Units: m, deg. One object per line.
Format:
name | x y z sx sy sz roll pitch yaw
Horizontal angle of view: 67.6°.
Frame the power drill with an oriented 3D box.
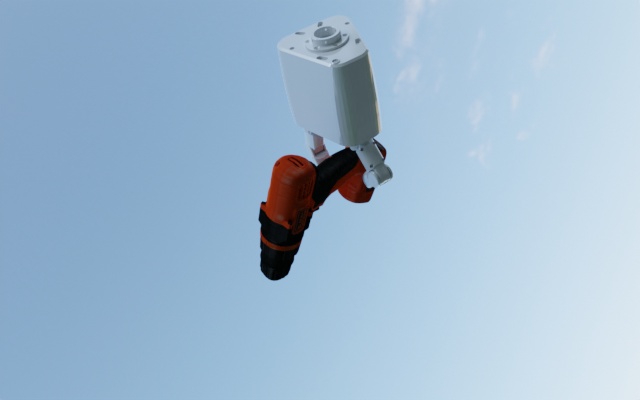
power drill | 0.000 0.002 0.605 0.057 0.185 0.187 35 44 22
